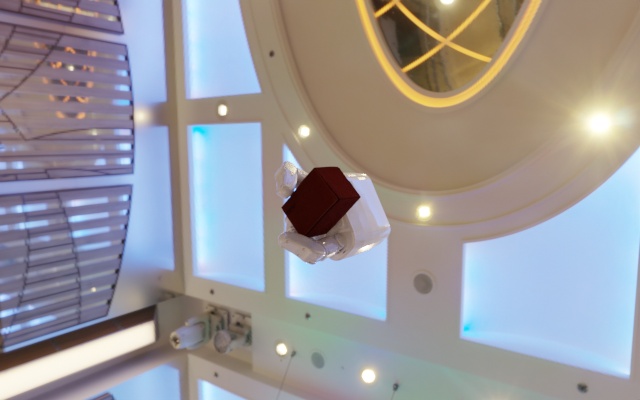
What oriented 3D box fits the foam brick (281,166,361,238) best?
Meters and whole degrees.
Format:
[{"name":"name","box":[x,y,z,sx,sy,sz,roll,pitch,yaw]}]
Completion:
[{"name":"foam brick","box":[0.000,0.002,0.592,0.051,0.053,0.078,-8,-34,-52]}]
